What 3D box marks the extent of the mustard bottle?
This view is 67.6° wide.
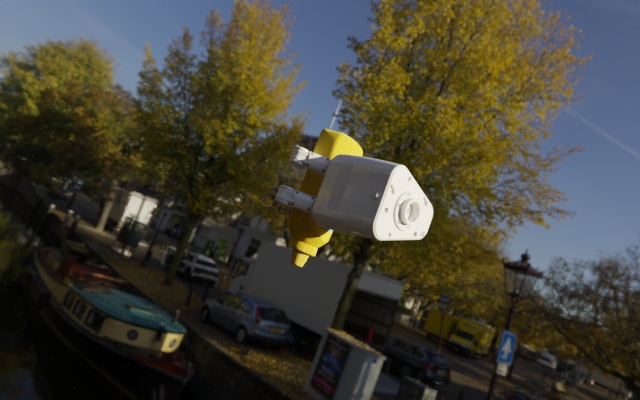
[{"bbox_3d":[0.000,0.002,0.682,0.058,0.191,0.096,18,-7,23],"label":"mustard bottle"}]
